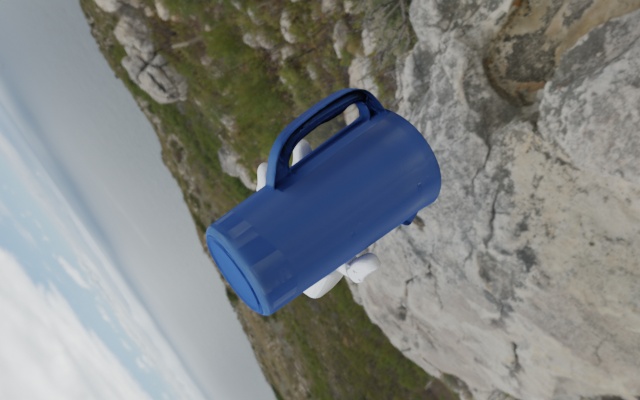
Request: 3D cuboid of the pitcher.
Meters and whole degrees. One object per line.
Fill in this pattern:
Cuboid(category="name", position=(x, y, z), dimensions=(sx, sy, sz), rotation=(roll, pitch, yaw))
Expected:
Cuboid(category="pitcher", position=(0.000, 0.002, 0.514), dimensions=(0.242, 0.149, 0.145), rotation=(-35, -15, -24))
